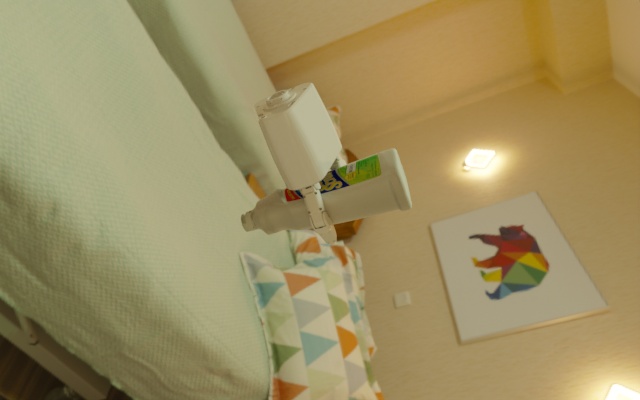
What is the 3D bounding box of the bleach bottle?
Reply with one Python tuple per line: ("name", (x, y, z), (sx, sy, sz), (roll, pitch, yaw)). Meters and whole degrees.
("bleach bottle", (0.000, 0.002, 0.696), (0.251, 0.068, 0.102), (-18, 29, 13))
